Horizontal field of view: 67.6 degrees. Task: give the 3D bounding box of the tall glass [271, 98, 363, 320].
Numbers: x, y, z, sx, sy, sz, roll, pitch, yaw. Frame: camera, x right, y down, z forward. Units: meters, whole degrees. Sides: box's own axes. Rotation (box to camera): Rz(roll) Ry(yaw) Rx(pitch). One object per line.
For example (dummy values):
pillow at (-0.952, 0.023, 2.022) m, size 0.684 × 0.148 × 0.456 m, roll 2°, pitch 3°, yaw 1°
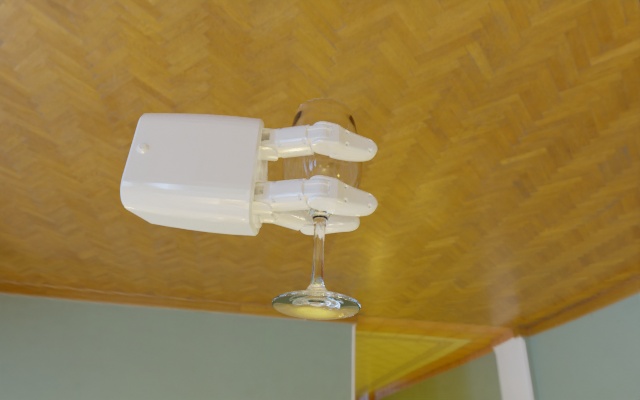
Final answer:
tall glass at (0.000, 0.002, 0.443) m, size 0.079 × 0.201 × 0.079 m, roll 2°, pitch -29°, yaw 1°
